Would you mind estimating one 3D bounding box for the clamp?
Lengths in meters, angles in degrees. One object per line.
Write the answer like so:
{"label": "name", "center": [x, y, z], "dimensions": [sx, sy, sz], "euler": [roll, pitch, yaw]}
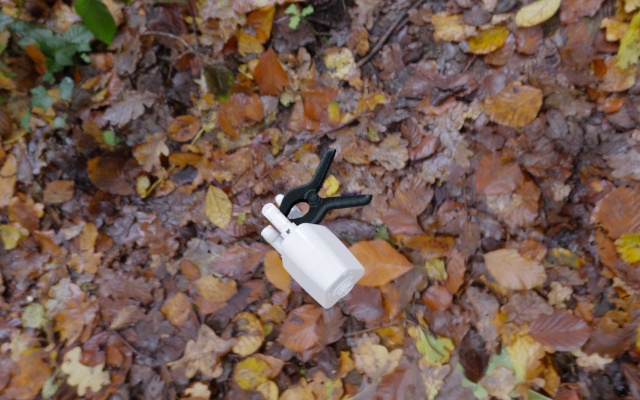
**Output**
{"label": "clamp", "center": [0.000, 0.002, 0.813], "dimensions": [0.120, 0.171, 0.039], "euler": [44, -5, 23]}
